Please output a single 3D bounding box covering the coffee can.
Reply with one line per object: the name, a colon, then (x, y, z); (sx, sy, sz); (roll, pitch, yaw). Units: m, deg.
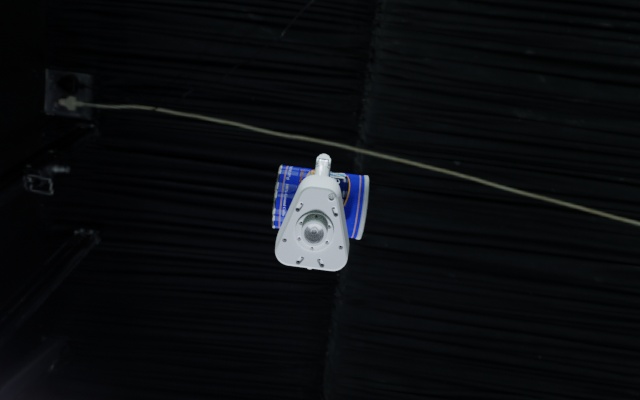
coffee can: (0.000, 0.002, 0.760); (0.140, 0.103, 0.103); (7, 0, 0)
